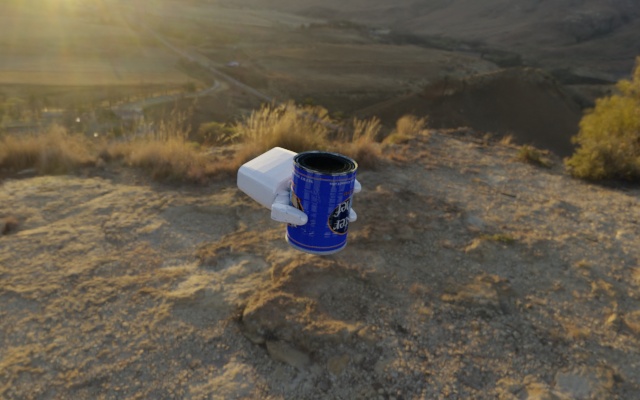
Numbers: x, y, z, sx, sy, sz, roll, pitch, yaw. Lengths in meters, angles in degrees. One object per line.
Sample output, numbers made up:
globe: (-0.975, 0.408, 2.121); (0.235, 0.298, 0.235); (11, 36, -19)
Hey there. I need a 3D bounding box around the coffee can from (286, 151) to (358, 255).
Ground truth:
coffee can: (0.000, 0.003, 0.773); (0.103, 0.140, 0.102); (6, 24, -3)
